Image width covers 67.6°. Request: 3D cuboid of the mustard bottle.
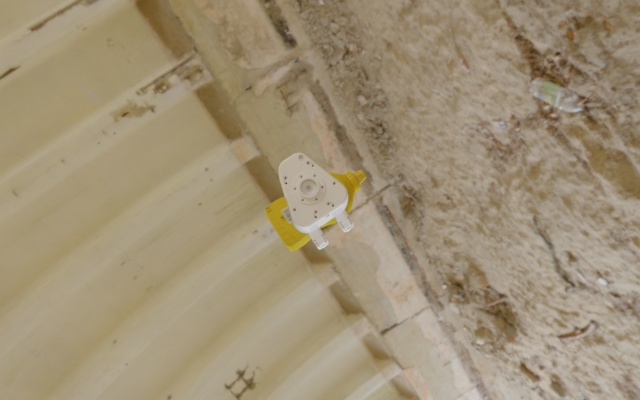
[{"bbox_3d":[0.000,0.003,0.870,0.191,0.096,0.058,-34,-30,-3],"label":"mustard bottle"}]
